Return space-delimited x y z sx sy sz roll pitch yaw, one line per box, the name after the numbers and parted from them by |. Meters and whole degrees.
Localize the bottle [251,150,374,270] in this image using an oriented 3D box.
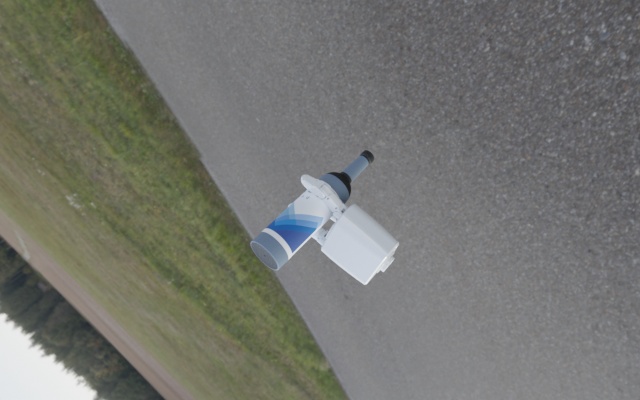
0.000 0.003 0.871 0.295 0.069 0.069 -44 23 -27 | bottle
